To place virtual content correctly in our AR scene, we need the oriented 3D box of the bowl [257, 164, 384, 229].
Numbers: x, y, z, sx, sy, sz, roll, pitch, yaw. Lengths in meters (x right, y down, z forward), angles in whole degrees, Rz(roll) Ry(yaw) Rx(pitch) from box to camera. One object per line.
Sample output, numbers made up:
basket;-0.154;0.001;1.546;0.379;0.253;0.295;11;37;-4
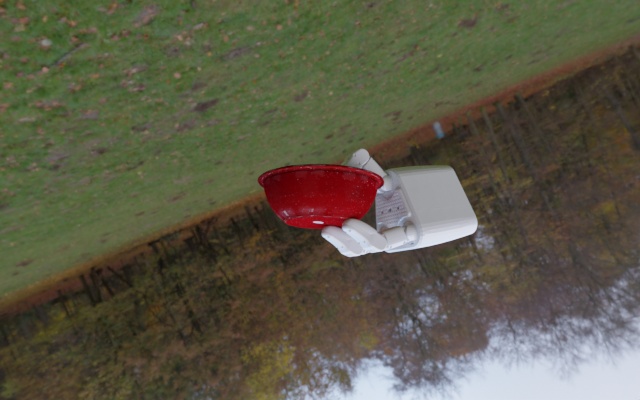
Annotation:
bowl;-0.001;0.002;0.607;0.162;0.055;0.162;1;-13;0
